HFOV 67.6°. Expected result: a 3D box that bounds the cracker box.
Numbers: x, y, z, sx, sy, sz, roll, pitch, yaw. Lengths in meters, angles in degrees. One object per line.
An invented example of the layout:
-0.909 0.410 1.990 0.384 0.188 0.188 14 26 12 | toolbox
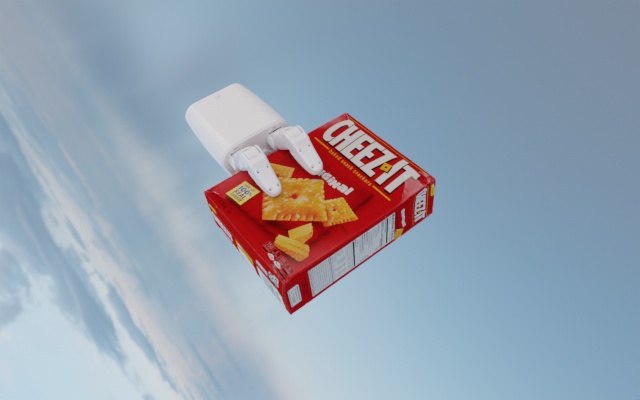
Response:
0.000 0.002 0.558 0.213 0.072 0.164 -33 54 -20 | cracker box
